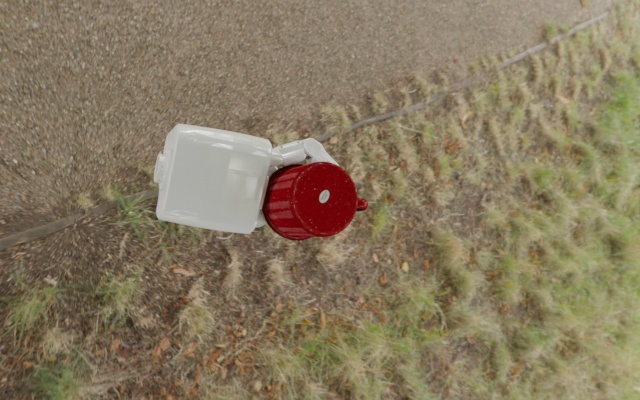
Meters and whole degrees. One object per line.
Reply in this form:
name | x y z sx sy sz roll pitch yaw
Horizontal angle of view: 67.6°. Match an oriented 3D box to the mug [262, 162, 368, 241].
mug | 0.001 0.002 0.548 0.117 0.093 0.081 9 -6 -25
